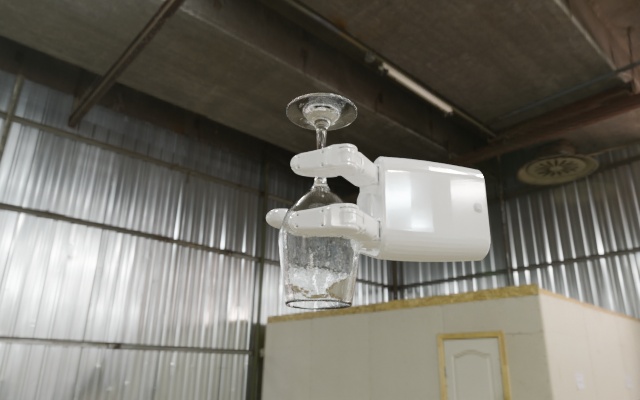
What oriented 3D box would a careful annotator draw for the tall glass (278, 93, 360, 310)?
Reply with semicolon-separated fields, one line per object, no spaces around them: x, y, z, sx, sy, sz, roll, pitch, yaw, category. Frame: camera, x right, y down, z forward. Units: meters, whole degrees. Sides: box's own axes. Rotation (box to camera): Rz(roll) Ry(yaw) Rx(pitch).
0.000;0.001;0.466;0.079;0.201;0.079;1;-19;0;tall glass
